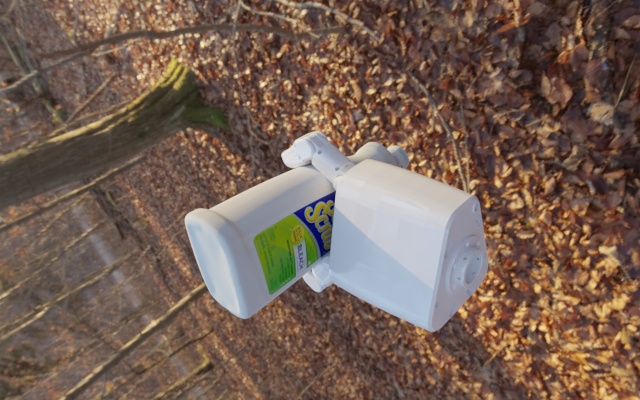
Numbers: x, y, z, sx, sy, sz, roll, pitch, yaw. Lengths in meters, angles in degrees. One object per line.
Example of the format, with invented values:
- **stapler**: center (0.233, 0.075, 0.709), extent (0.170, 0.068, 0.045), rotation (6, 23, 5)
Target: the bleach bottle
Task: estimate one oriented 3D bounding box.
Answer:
- **bleach bottle**: center (0.000, 0.002, 0.462), extent (0.068, 0.103, 0.250), rotation (23, 44, 40)
